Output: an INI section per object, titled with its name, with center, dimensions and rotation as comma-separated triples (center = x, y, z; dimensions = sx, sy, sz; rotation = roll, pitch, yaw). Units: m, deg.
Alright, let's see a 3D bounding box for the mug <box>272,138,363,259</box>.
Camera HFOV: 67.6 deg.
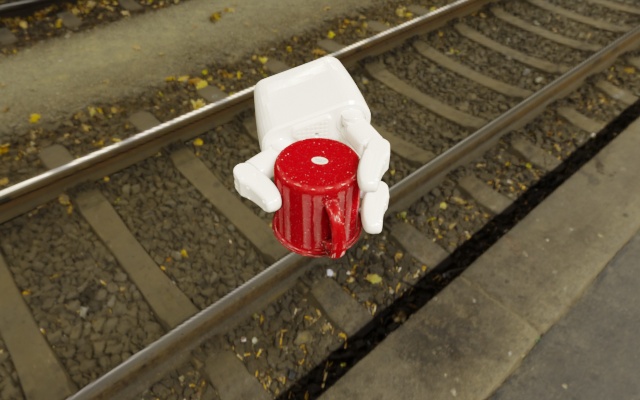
[mug]
center = 0.000, 0.002, 0.452
dimensions = 0.093, 0.082, 0.117
rotation = -9, 44, -10
